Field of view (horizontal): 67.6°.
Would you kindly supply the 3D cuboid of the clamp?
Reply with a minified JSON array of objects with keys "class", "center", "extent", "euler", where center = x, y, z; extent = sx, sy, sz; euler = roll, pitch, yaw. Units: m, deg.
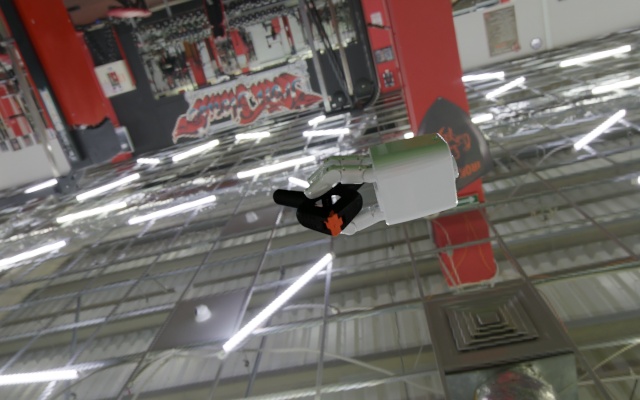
[{"class":"clamp","center":[0.001,0.003,0.697],"extent":[0.164,0.036,0.210],"euler":[-15,18,7]}]
